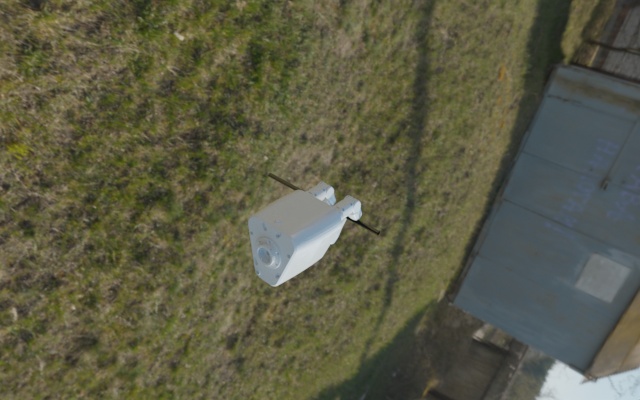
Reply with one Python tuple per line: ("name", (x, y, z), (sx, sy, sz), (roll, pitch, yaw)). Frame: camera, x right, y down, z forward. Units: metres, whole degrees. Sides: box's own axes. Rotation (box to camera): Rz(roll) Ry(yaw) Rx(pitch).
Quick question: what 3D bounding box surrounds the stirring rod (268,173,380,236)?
("stirring rod", (0.000, 0.003, 0.830), (0.239, 0.011, 0.011), (28, 14, 27))
